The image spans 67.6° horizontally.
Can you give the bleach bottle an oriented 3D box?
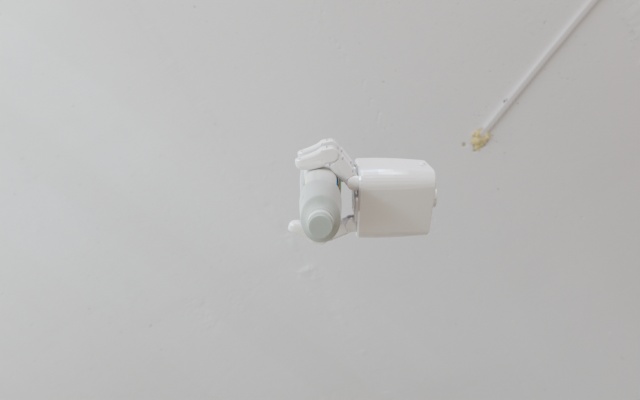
[{"bbox_3d":[0.000,0.002,0.673,0.068,0.102,0.250,-1,17,0],"label":"bleach bottle"}]
